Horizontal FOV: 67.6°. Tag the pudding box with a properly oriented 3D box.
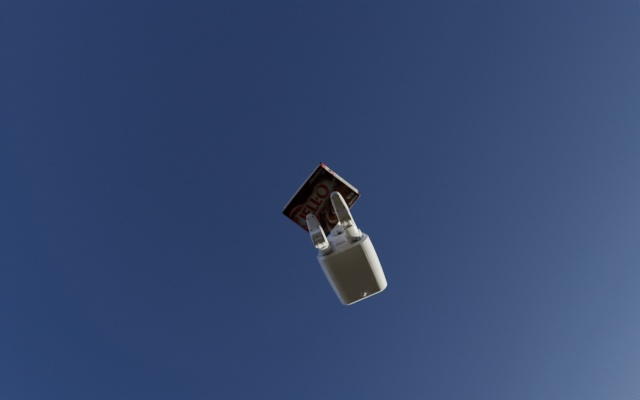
[{"bbox_3d":[0.000,0.003,0.843,0.090,0.113,0.039,36,10,-10],"label":"pudding box"}]
